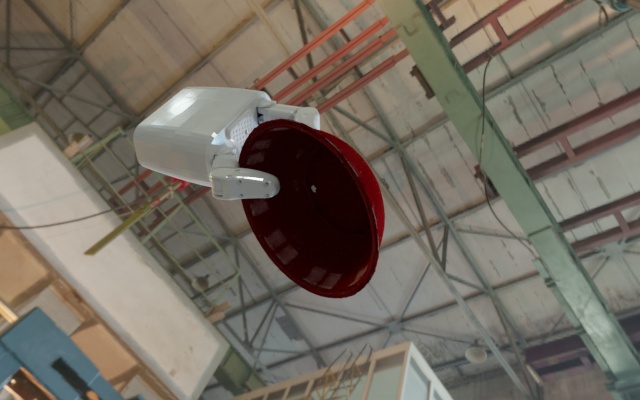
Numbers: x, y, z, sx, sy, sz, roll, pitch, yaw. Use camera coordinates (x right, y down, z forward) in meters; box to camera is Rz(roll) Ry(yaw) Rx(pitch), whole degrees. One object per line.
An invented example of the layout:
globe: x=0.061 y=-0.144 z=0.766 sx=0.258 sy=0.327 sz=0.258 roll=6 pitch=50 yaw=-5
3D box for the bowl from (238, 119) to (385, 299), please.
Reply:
bowl: x=0.001 y=0.002 z=0.415 sx=0.162 sy=0.162 sz=0.055 roll=0 pitch=22 yaw=47
